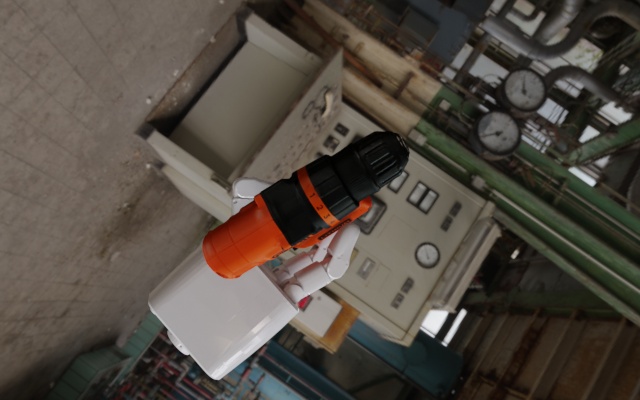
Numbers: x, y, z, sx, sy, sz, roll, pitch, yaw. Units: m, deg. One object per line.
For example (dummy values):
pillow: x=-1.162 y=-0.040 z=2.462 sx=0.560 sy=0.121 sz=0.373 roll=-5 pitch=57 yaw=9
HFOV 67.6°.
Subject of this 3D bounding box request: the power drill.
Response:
power drill: x=0.000 y=0.002 z=0.445 sx=0.184 sy=0.057 sz=0.187 roll=-30 pitch=-6 yaw=10
